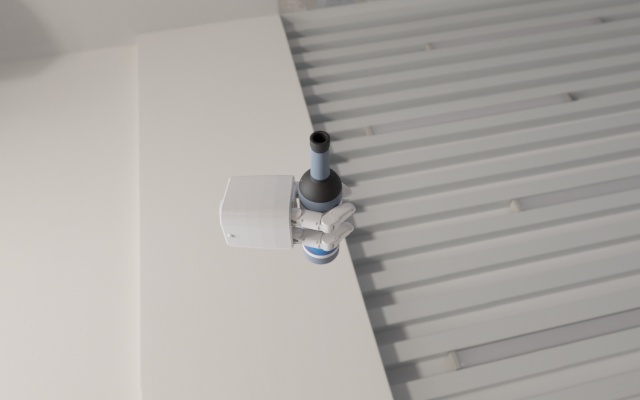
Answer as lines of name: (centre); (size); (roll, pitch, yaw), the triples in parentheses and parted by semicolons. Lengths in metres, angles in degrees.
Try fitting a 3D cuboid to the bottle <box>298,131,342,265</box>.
bottle: (0.000, 0.003, 0.748); (0.069, 0.069, 0.296); (0, -35, 0)
